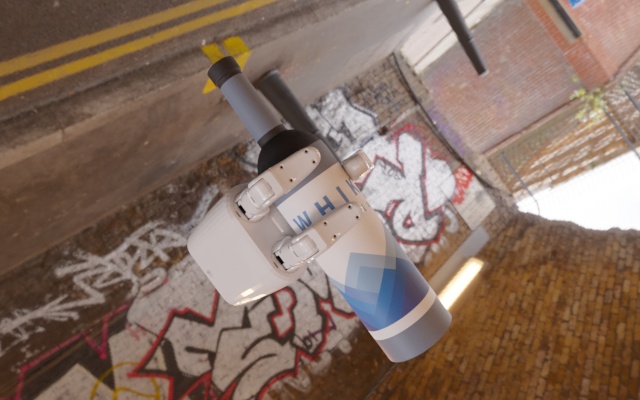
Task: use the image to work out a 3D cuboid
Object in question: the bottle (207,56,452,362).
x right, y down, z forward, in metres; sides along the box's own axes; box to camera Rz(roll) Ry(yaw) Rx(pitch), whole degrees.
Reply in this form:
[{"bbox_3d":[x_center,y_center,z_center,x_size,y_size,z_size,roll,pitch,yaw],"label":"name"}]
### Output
[{"bbox_3d":[0.000,0.002,0.416,0.069,0.296,0.069,-36,1,1],"label":"bottle"}]
